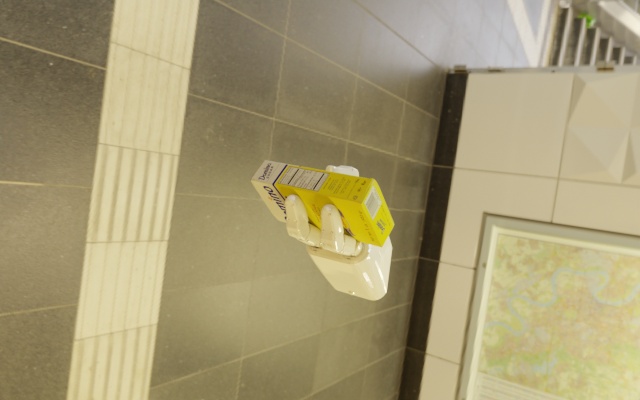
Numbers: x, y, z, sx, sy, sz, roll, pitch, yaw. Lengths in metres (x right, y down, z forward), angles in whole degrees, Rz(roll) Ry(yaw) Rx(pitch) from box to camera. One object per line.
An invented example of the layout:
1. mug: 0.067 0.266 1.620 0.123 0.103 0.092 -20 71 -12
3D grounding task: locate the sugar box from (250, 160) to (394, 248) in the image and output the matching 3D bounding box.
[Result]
1. sugar box: 0.000 0.003 0.624 0.176 0.048 0.093 9 -35 34
